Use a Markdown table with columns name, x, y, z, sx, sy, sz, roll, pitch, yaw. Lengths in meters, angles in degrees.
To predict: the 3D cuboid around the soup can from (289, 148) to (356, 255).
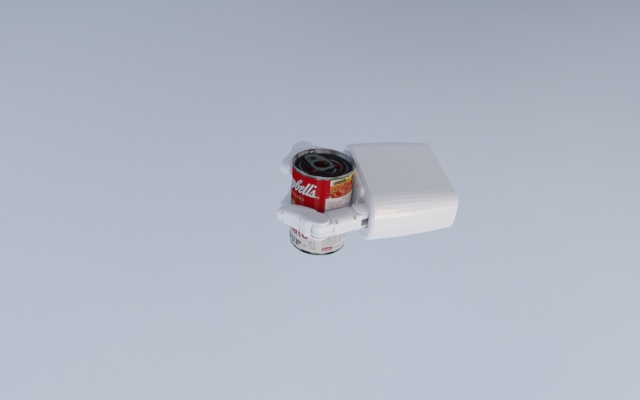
| name | x | y | z | sx | sy | sz | roll | pitch | yaw |
| --- | --- | --- | --- | --- | --- | --- | --- | --- | --- |
| soup can | 0.000 | 0.002 | 0.535 | 0.068 | 0.102 | 0.068 | 4 | 32 | -2 |
